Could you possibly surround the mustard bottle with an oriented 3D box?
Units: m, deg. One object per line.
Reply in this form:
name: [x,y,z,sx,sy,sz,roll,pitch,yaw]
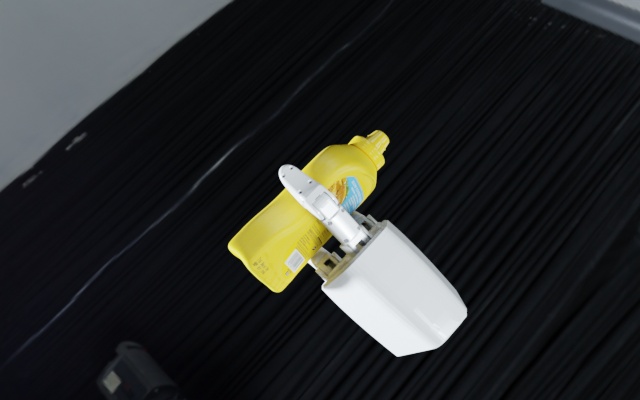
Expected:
mustard bottle: [0.000,0.002,0.478,0.058,0.191,0.096,39,-11,28]
